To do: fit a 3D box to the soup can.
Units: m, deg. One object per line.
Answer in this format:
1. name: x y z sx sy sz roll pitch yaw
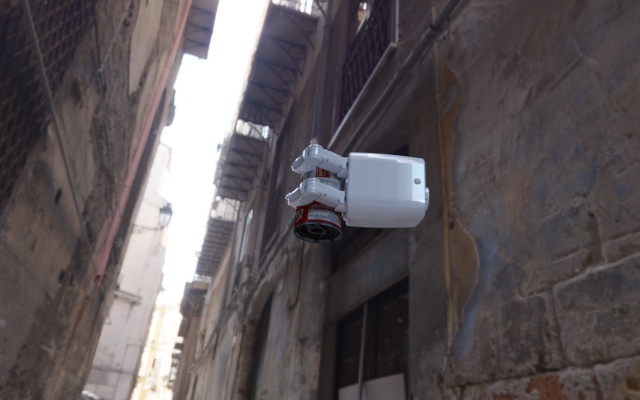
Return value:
1. soup can: 0.000 0.002 0.685 0.068 0.102 0.068 4 -28 2
